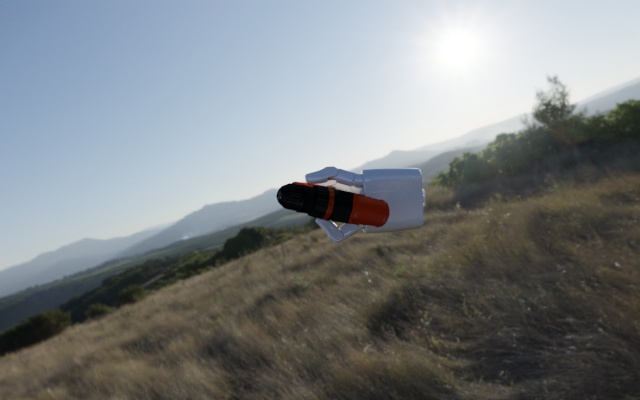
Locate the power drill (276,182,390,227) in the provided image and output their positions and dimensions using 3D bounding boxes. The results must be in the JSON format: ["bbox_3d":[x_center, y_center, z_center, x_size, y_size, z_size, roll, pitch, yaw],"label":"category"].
[{"bbox_3d":[0.000,0.003,0.807,0.184,0.057,0.187,13,2,-18],"label":"power drill"}]
